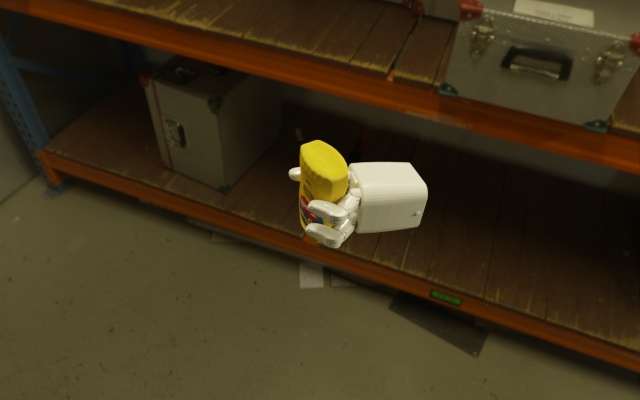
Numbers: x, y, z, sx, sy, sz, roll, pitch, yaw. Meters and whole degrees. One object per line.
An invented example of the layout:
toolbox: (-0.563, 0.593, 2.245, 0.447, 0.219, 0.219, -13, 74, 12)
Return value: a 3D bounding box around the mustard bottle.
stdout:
mustard bottle: (0.000, 0.002, 0.782, 0.058, 0.192, 0.096, -23, 52, -24)
